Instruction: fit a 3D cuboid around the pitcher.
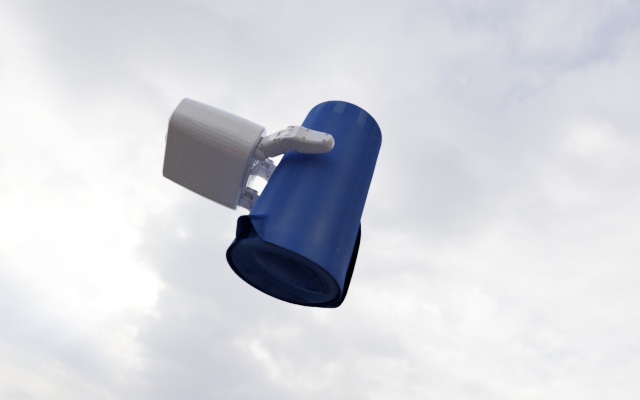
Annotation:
[{"bbox_3d":[0.000,0.002,0.582,0.145,0.242,0.149,22,-34,2],"label":"pitcher"}]
